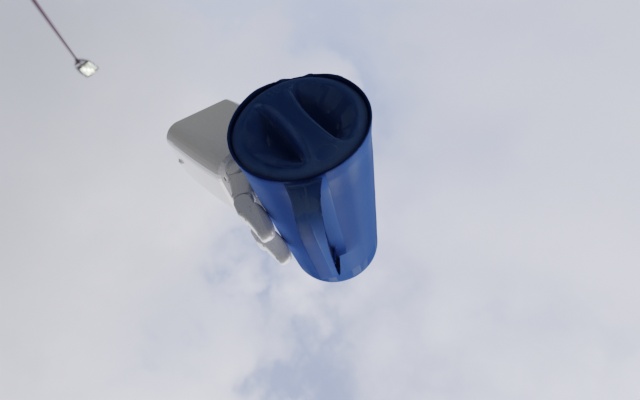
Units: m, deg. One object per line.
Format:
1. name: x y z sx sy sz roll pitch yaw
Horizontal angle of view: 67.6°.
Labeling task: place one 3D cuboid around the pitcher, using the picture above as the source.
1. pitcher: 0.000 0.002 0.515 0.145 0.149 0.243 29 -24 28
